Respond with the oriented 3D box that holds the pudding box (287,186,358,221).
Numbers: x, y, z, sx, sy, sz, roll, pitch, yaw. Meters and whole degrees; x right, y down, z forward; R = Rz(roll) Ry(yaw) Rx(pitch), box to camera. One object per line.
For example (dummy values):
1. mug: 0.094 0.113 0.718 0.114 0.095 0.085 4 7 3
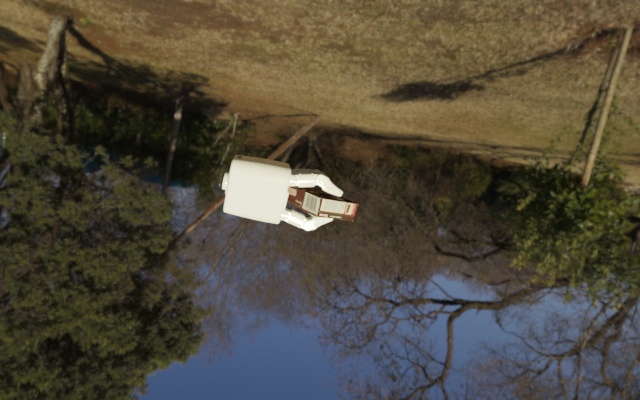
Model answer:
1. pudding box: 0.000 0.003 0.891 0.090 0.039 0.113 7 12 -37
